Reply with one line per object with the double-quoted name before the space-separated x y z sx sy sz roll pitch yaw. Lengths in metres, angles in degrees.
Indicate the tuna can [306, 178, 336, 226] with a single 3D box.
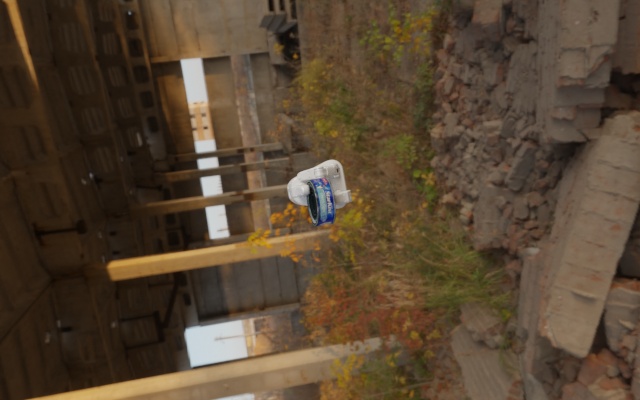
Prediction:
"tuna can" 0.000 0.003 0.865 0.034 0.086 0.086 -8 2 -14
